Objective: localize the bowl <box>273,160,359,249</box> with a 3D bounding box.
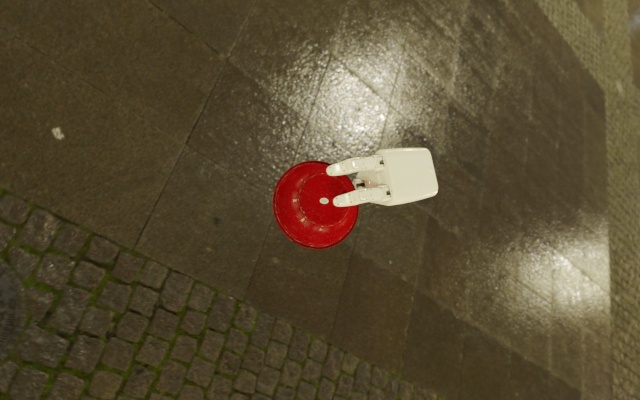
[{"bbox_3d":[-0.001,0.003,0.832,0.162,0.162,0.055,0,-9,-16],"label":"bowl"}]
